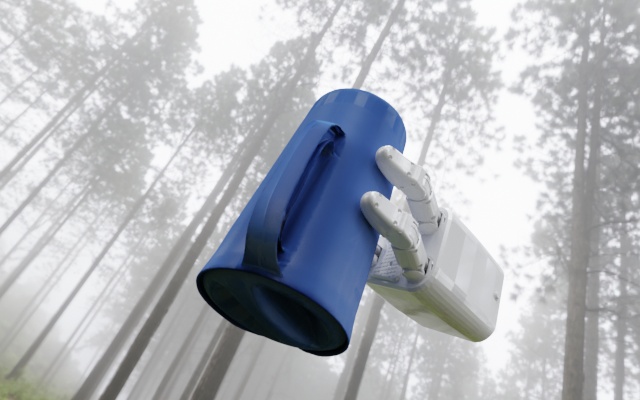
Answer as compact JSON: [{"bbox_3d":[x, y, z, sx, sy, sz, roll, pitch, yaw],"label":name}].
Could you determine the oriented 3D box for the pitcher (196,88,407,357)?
[{"bbox_3d":[0.000,0.002,0.438,0.145,0.242,0.149,40,-37,-21],"label":"pitcher"}]
